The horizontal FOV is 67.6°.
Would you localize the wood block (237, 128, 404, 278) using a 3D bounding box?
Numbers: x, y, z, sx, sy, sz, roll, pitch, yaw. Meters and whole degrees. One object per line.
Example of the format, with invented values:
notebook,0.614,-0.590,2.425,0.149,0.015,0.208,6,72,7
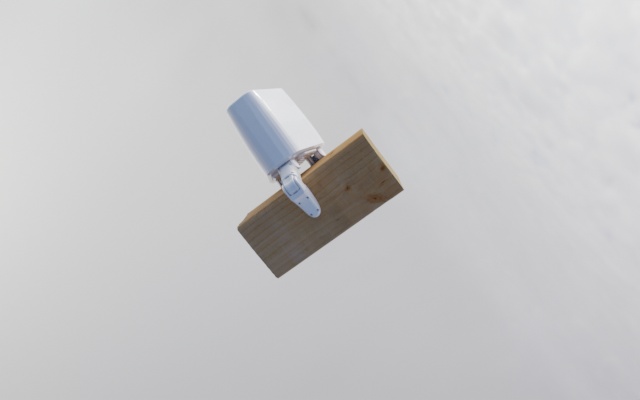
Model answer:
wood block,0.000,0.002,0.653,0.206,0.090,0.090,-36,8,11
